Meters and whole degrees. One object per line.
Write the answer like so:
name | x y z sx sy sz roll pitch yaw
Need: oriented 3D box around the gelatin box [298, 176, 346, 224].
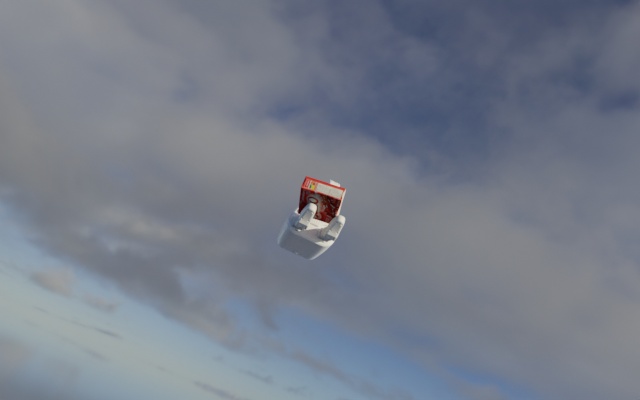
gelatin box | 0.000 0.002 0.842 0.073 0.030 0.089 18 -33 4
